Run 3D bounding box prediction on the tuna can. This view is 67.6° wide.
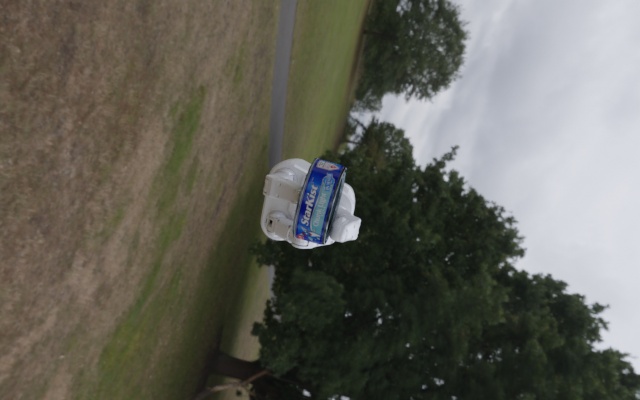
[{"bbox_3d":[0.001,0.002,0.492,0.034,0.086,0.086,16,2,6],"label":"tuna can"}]
